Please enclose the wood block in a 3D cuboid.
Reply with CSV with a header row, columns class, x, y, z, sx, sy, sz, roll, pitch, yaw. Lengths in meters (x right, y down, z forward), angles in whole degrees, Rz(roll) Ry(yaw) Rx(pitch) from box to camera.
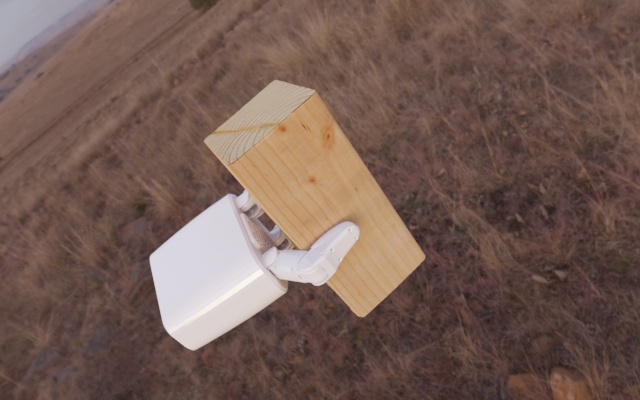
class,x,y,z,sx,sy,sz,roll,pitch,yaw
wood block,0.000,0.002,0.447,0.090,0.206,0.090,-42,31,-7
